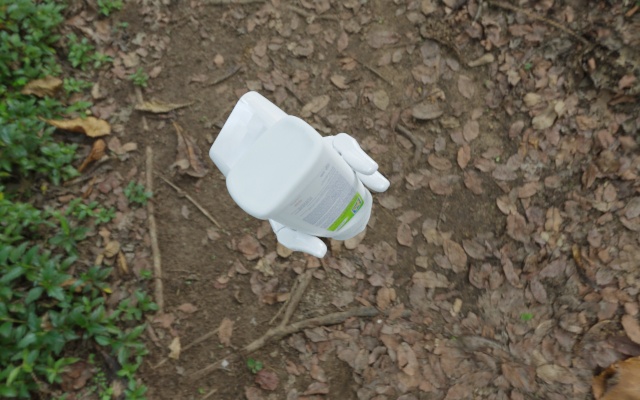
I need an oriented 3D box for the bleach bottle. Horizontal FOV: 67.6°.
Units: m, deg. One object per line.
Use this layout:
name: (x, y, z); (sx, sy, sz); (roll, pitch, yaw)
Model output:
bleach bottle: (0.000, 0.002, 0.546); (0.068, 0.102, 0.251); (43, 1, 27)
